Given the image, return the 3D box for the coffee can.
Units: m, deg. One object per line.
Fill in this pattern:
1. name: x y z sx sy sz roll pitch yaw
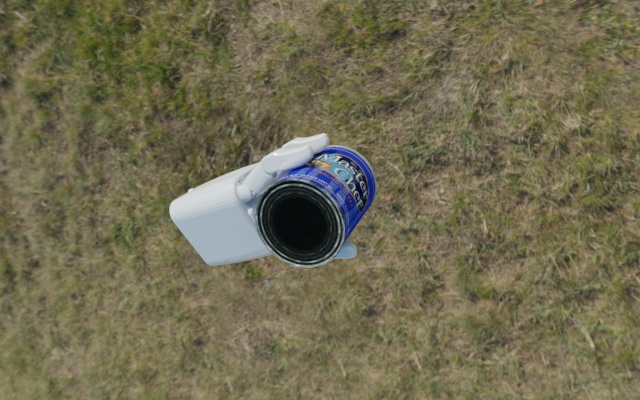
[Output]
1. coffee can: 0.000 0.002 0.560 0.103 0.103 0.140 0 20 21
